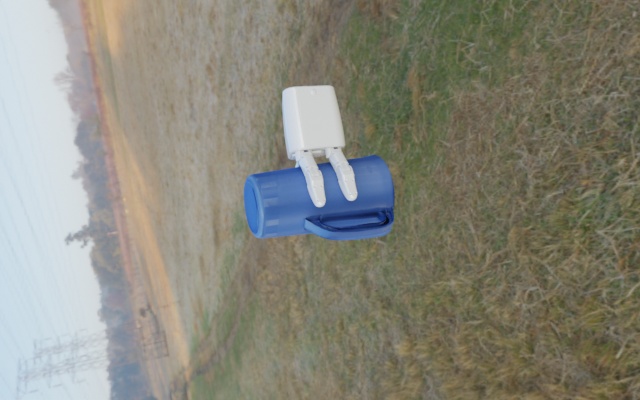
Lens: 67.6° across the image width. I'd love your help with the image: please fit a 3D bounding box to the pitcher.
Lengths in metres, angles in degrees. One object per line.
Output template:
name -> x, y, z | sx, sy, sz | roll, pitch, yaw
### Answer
pitcher -> 0.000, 0.003, 0.823 | 0.243, 0.145, 0.149 | -8, -3, -21
